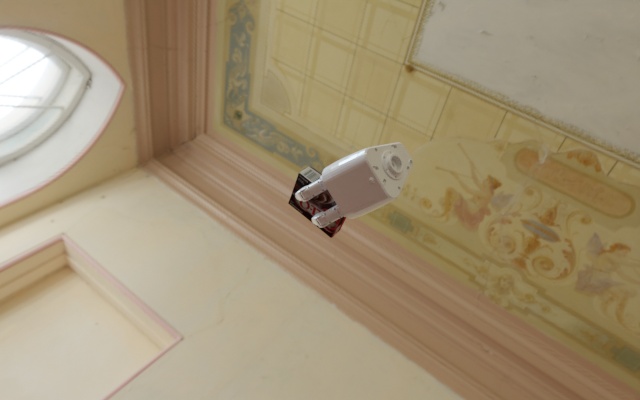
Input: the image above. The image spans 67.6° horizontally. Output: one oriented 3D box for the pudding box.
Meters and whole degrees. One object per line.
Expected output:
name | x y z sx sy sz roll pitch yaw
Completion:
pudding box | 0.000 0.003 0.890 0.113 0.090 0.039 40 48 16
